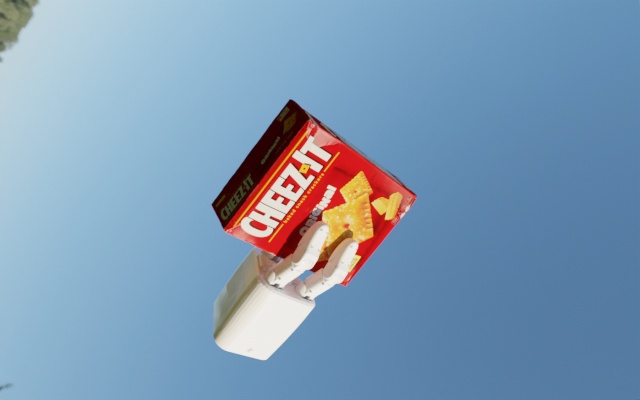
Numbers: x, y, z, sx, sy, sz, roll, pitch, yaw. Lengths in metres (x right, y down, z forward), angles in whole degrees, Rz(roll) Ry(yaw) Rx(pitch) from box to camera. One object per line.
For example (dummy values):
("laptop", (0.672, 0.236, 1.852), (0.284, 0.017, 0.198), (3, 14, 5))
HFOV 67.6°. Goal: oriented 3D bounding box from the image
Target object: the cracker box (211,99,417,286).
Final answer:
("cracker box", (0.000, 0.002, 0.608), (0.214, 0.164, 0.072), (30, 13, -38))
